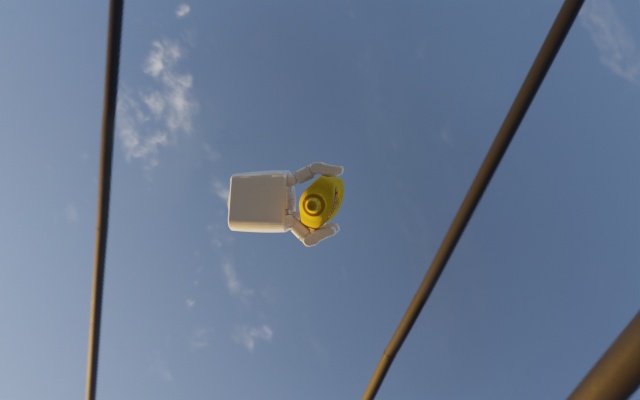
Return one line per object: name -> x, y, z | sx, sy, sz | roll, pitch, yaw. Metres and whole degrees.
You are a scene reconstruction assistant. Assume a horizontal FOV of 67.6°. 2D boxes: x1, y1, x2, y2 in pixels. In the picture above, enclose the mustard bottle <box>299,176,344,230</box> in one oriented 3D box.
mustard bottle -> 0.001, 0.003, 0.865 | 0.058, 0.096, 0.191 | 24, 7, 7
